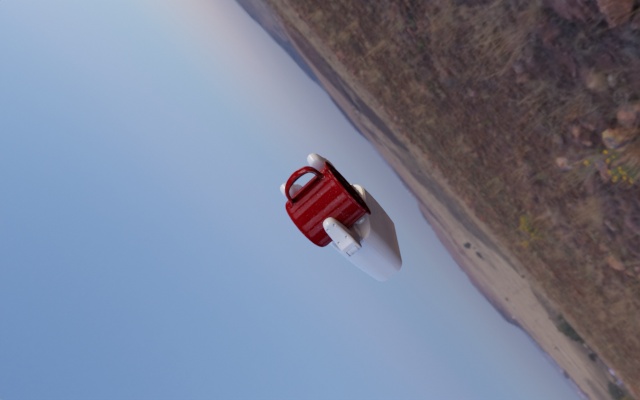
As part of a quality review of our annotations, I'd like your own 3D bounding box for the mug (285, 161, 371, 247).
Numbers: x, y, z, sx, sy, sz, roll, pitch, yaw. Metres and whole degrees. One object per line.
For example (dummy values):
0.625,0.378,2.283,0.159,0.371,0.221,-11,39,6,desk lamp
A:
-0.001,0.001,0.634,0.117,0.081,0.093,42,12,-36,mug
